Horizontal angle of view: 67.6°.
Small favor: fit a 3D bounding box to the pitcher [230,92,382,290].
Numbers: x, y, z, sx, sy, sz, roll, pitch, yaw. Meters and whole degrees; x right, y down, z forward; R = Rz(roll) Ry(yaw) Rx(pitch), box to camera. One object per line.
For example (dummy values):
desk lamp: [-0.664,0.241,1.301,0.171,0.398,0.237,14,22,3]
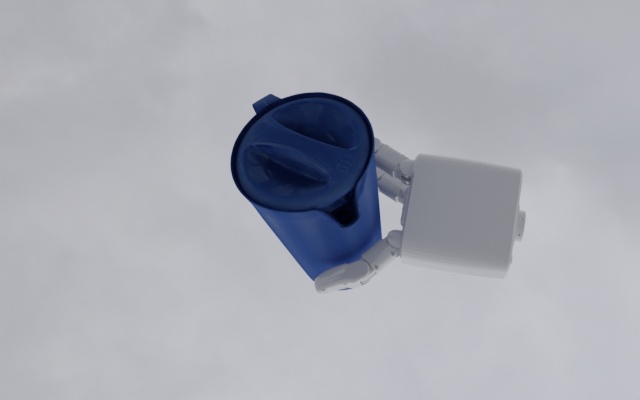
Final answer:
pitcher: [0.000,0.002,0.529,0.145,0.149,0.243,6,-28,16]
